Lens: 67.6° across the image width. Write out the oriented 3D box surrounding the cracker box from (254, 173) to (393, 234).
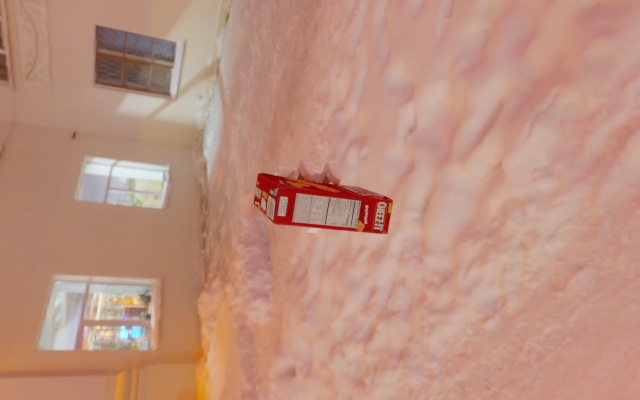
[{"bbox_3d":[0.000,0.003,0.877,0.214,0.072,0.164,6,9,-21],"label":"cracker box"}]
